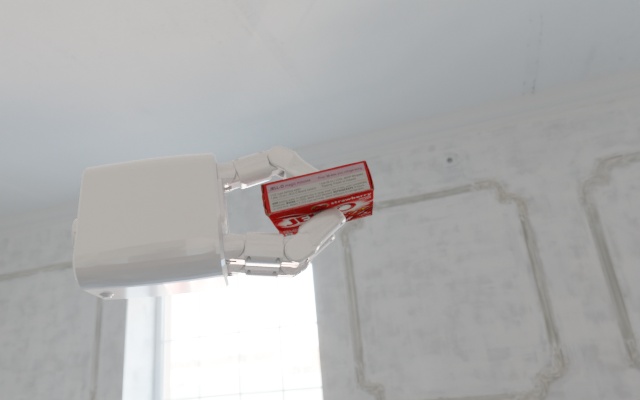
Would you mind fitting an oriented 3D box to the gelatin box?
[{"bbox_3d":[0.000,0.001,0.409,0.089,0.030,0.073,-14,-18,1],"label":"gelatin box"}]
